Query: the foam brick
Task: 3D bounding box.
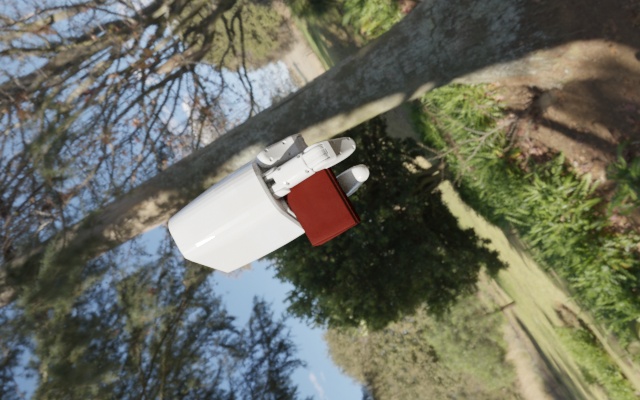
[{"bbox_3d":[0.000,0.002,0.488,0.051,0.078,0.053,-31,-7,6],"label":"foam brick"}]
